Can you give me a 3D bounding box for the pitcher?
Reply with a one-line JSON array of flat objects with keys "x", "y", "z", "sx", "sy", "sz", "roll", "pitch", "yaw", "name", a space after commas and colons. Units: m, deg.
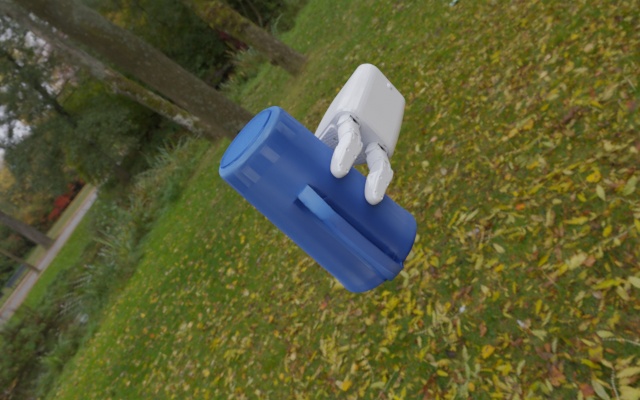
[{"x": 0.000, "y": 0.002, "z": 0.592, "sx": 0.243, "sy": 0.145, "sz": 0.149, "roll": 40, "pitch": -39, "yaw": -23, "name": "pitcher"}]
